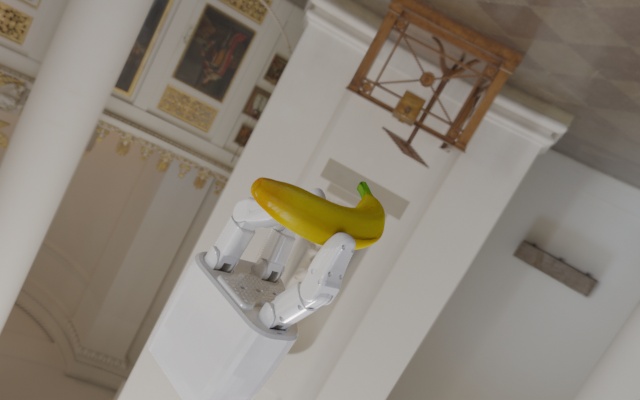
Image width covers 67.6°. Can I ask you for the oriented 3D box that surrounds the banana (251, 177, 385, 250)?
[{"bbox_3d":[0.014,0.014,0.414,0.069,0.037,0.198,45,18,20],"label":"banana"}]
